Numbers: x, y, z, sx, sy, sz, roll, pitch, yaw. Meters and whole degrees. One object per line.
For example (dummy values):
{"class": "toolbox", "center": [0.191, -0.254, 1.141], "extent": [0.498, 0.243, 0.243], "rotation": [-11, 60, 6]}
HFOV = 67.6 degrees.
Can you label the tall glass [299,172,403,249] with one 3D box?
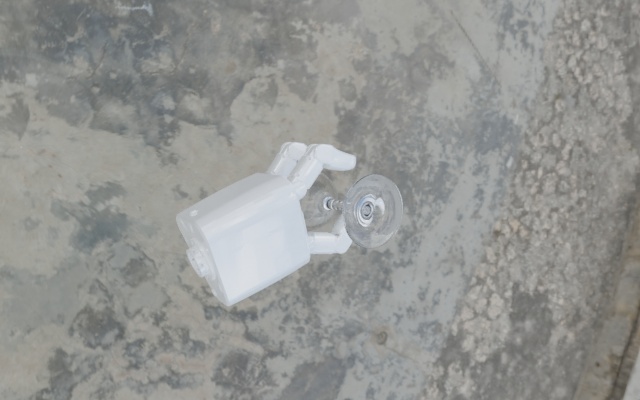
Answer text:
{"class": "tall glass", "center": [0.001, 0.002, 0.553], "extent": [0.079, 0.079, 0.201], "rotation": [0, 5, -32]}
